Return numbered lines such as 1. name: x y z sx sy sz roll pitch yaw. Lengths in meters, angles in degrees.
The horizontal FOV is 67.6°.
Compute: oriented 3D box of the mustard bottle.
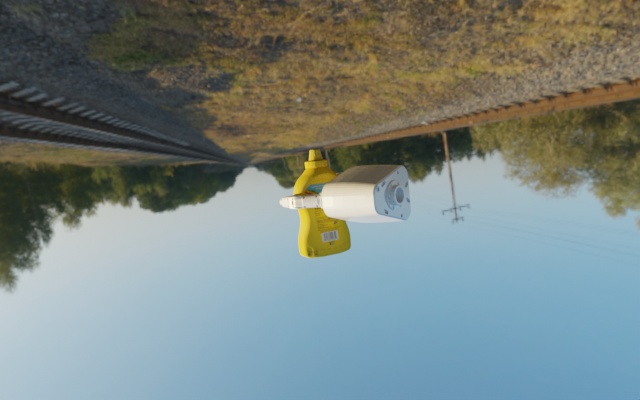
1. mustard bottle: 0.000 0.003 0.868 0.096 0.191 0.058 -9 6 -24
